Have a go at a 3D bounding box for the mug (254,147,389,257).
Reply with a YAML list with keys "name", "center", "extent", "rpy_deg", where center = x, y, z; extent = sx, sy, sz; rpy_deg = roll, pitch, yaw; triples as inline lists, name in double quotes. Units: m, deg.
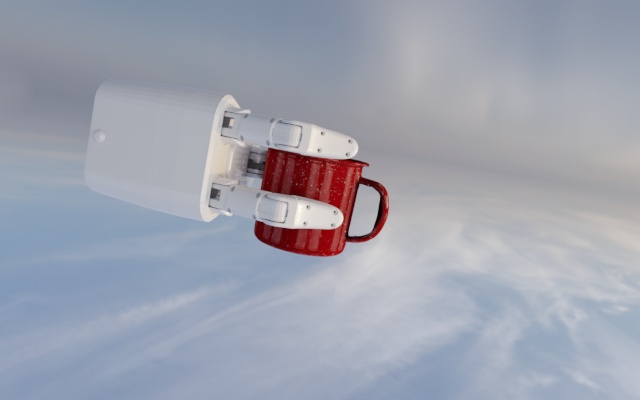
- name: "mug"
  center: [0.001, 0.002, 0.409]
  extent: [0.117, 0.081, 0.093]
  rpy_deg: [13, 8, 11]
